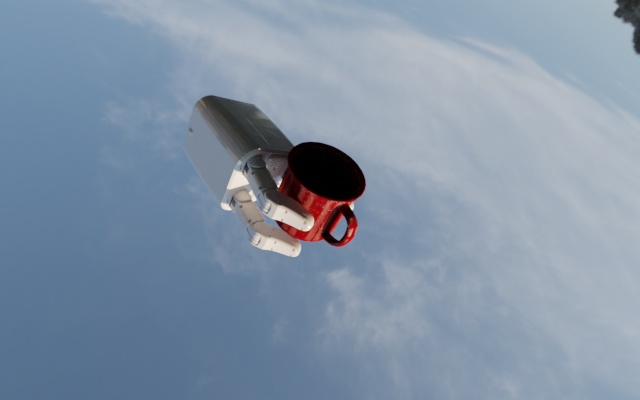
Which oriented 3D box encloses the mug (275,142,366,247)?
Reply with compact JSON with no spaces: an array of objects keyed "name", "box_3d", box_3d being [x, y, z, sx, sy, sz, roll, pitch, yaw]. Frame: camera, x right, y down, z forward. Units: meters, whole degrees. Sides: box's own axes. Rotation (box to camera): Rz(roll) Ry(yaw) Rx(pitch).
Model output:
[{"name":"mug","box_3d":[0.001,0.003,0.544,0.093,0.117,0.081,-17,-31,-40]}]
